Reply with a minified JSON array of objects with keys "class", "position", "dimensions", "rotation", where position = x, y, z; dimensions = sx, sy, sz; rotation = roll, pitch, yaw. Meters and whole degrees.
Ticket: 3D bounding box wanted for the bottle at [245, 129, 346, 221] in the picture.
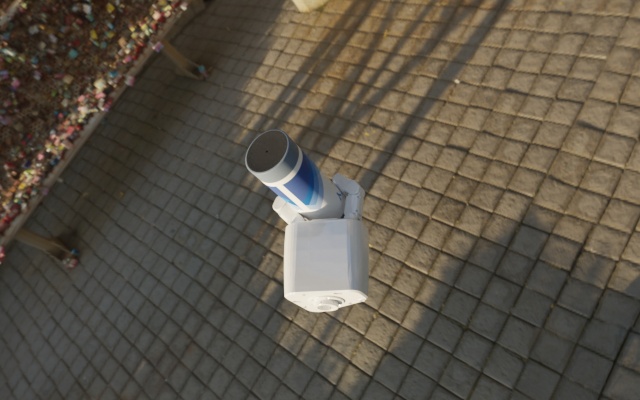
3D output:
[{"class":"bottle","position":[0.000,0.002,0.716],"dimensions":[0.069,0.069,0.296],"rotation":[0,-26,31]}]
